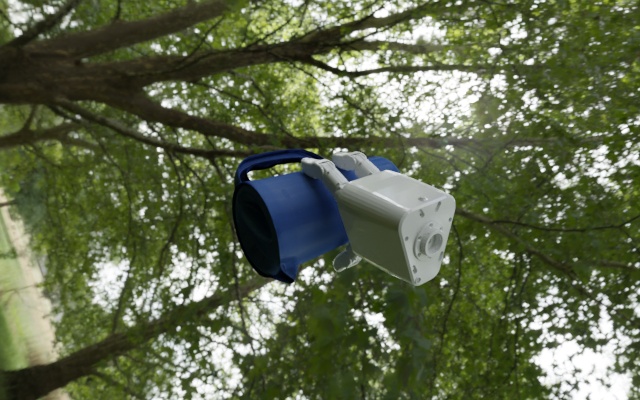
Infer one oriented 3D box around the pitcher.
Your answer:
[{"bbox_3d":[0.000,0.002,0.694,0.243,0.149,0.145,-18,24,-32],"label":"pitcher"}]
